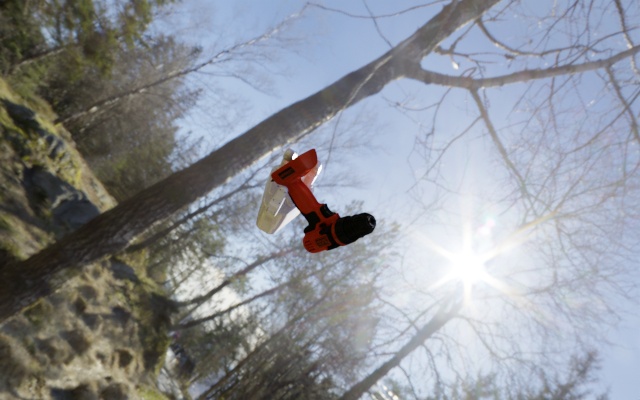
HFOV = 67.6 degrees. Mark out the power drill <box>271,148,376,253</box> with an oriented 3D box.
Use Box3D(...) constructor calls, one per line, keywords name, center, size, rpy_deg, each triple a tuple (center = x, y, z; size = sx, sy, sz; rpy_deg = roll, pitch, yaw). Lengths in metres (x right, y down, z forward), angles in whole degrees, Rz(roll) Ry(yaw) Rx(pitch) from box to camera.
Box3D(name="power drill", center=(0.000, 0.003, 0.884), size=(0.184, 0.187, 0.057), rpy_deg=(-25, 5, 46))
